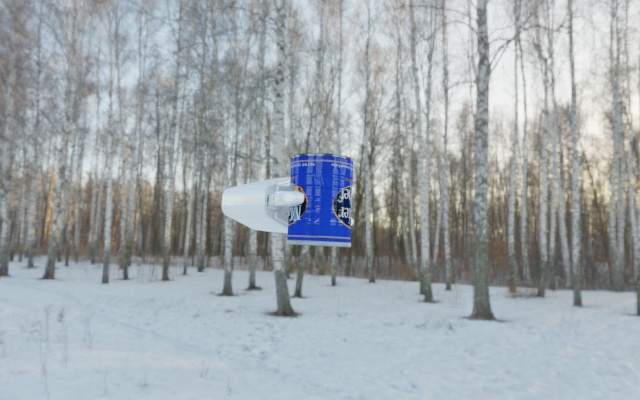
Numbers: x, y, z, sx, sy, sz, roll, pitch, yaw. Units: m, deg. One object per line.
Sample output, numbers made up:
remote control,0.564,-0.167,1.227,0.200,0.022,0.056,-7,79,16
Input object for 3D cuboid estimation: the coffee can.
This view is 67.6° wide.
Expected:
coffee can,0.000,0.003,0.764,0.103,0.140,0.103,3,-5,0
